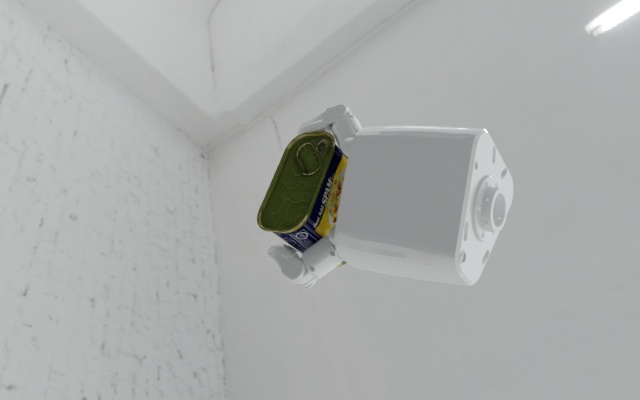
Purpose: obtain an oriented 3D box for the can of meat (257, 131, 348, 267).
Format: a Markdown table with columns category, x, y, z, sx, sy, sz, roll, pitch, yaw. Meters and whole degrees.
| category | x | y | z | sx | sy | sz | roll | pitch | yaw |
| --- | --- | --- | --- | --- | --- | --- | --- | --- | --- |
| can of meat | 0.000 | 0.002 | 0.446 | 0.057 | 0.102 | 0.084 | 2 | -28 | 39 |
